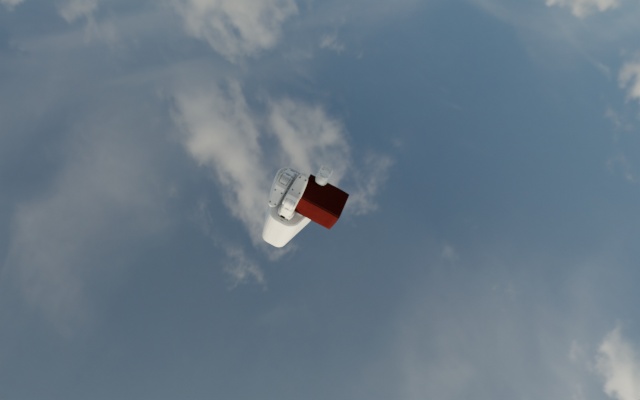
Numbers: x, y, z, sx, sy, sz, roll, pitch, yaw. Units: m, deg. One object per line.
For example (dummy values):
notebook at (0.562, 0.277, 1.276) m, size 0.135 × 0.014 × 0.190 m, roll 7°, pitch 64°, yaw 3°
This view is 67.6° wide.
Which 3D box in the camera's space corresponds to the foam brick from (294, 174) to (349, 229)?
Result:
foam brick at (0.000, 0.003, 0.814) m, size 0.078 × 0.053 × 0.051 m, roll 28°, pitch -33°, yaw -1°
